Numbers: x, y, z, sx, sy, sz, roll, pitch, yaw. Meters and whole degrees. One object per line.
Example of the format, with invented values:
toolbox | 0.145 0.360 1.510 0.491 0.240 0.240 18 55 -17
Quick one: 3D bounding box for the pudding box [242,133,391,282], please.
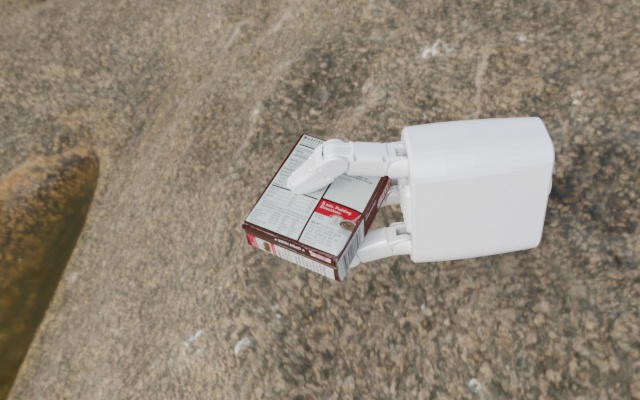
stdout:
pudding box | 0.000 0.001 0.410 0.090 0.113 0.039 19 -34 19
